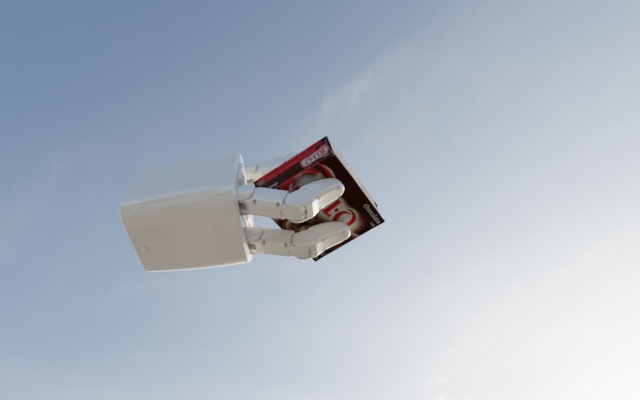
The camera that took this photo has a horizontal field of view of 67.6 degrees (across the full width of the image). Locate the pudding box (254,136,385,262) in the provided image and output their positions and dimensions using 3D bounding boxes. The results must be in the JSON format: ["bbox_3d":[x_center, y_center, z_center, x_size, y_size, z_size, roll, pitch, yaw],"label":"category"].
[{"bbox_3d":[0.000,0.002,0.488,0.090,0.039,0.113,-31,-49,13],"label":"pudding box"}]
